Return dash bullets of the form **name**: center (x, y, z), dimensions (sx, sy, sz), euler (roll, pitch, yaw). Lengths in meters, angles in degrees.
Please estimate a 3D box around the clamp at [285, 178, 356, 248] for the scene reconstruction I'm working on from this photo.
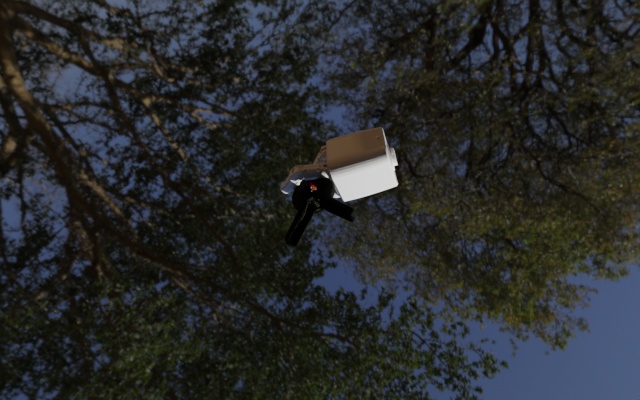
- **clamp**: center (0.000, 0.003, 0.809), dimensions (0.120, 0.039, 0.171), euler (-14, 39, 11)
